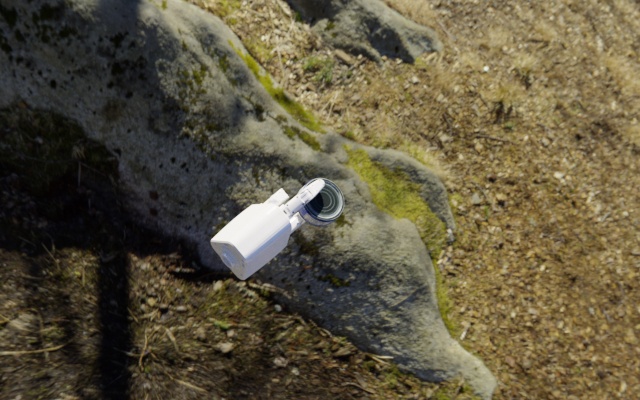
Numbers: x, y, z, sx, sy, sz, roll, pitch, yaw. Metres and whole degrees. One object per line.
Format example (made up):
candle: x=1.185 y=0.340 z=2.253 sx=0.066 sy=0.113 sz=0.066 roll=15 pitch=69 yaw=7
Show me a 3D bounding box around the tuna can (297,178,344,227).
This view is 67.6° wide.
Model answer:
tuna can: x=0.000 y=0.003 z=0.878 sx=0.086 sy=0.086 sz=0.034 roll=0 pitch=-20 yaw=-25
